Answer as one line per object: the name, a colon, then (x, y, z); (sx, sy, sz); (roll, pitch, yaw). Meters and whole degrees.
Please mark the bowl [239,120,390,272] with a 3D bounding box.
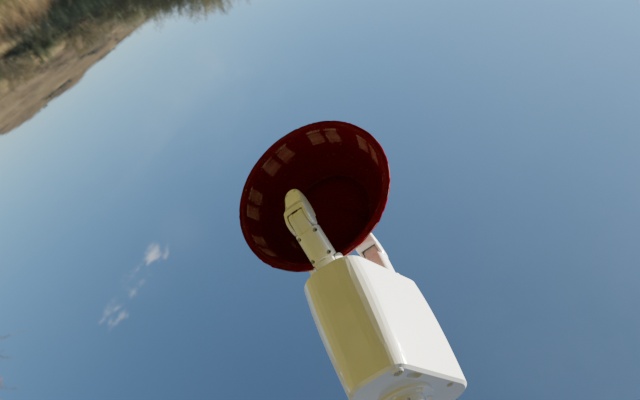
bowl: (0.000, 0.001, 0.484); (0.162, 0.162, 0.055); (0, -24, 27)
